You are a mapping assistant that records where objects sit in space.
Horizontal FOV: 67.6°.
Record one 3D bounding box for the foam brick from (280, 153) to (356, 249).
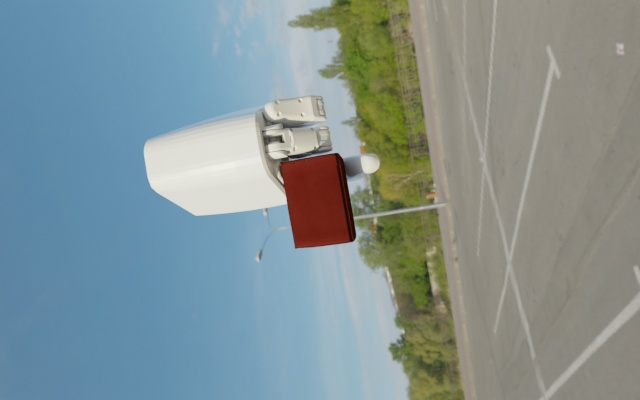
[{"bbox_3d":[0.000,0.002,0.428,0.051,0.078,0.053,-10,-3,7],"label":"foam brick"}]
